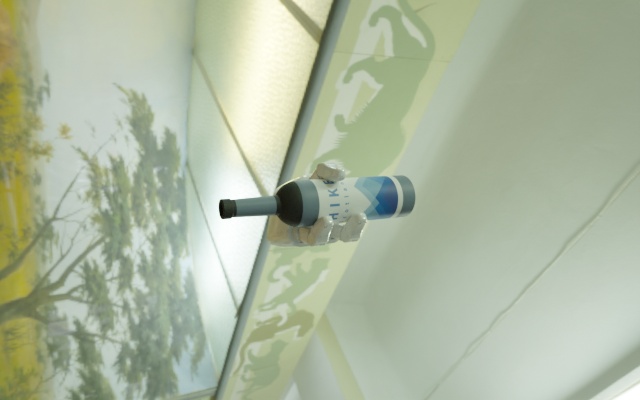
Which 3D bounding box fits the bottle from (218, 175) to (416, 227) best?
[{"bbox_3d":[0.000,0.002,0.693,0.296,0.069,0.069,-4,2,-27],"label":"bottle"}]
